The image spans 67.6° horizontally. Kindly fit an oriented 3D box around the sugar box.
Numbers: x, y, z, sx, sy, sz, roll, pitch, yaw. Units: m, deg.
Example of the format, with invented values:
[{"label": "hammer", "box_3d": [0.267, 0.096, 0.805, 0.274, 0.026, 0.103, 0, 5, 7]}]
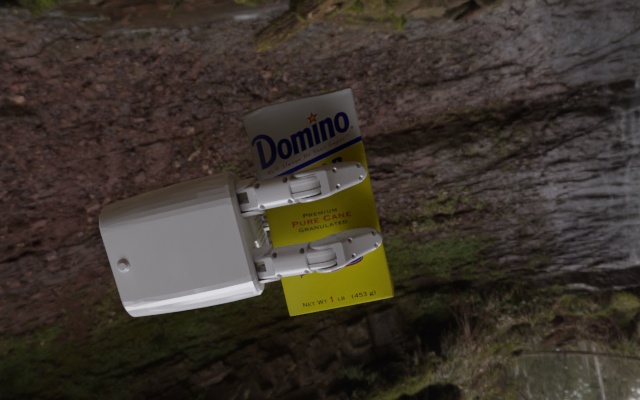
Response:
[{"label": "sugar box", "box_3d": [0.000, 0.002, 0.405, 0.093, 0.176, 0.048, -13, 10, 5]}]
